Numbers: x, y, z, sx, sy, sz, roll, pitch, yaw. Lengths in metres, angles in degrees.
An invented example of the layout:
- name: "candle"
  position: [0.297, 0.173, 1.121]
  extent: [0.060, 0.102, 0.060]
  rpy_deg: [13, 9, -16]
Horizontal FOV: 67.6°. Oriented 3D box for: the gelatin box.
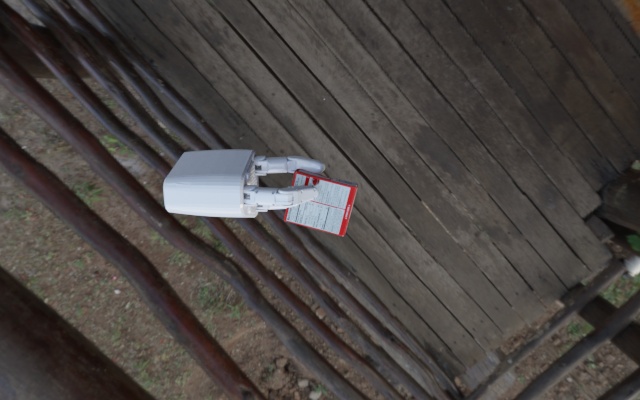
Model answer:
- name: "gelatin box"
  position: [0.000, 0.002, 0.664]
  extent: [0.089, 0.073, 0.030]
  rpy_deg: [15, 14, 4]
